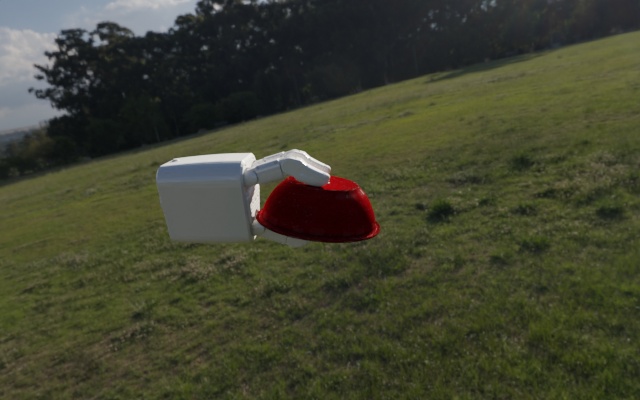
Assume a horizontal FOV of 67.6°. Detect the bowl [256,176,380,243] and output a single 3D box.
[{"bbox_3d":[0.001,0.002,0.611,0.162,0.055,0.162,6,14,-2],"label":"bowl"}]
